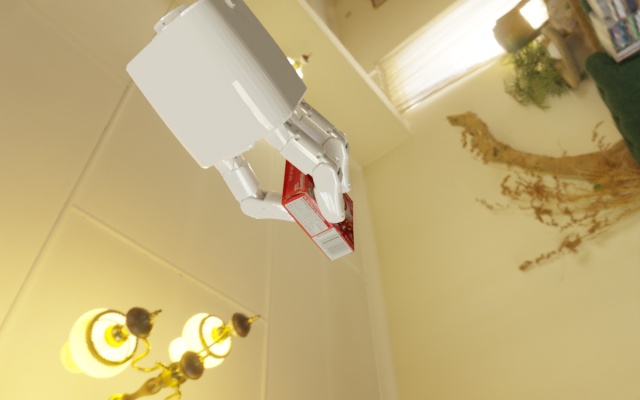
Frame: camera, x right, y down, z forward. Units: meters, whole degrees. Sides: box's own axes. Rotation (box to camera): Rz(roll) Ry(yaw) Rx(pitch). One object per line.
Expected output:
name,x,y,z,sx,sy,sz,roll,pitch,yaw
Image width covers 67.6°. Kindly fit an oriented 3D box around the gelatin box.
gelatin box,0.000,0.002,0.457,0.030,0.089,0.073,-24,36,21
